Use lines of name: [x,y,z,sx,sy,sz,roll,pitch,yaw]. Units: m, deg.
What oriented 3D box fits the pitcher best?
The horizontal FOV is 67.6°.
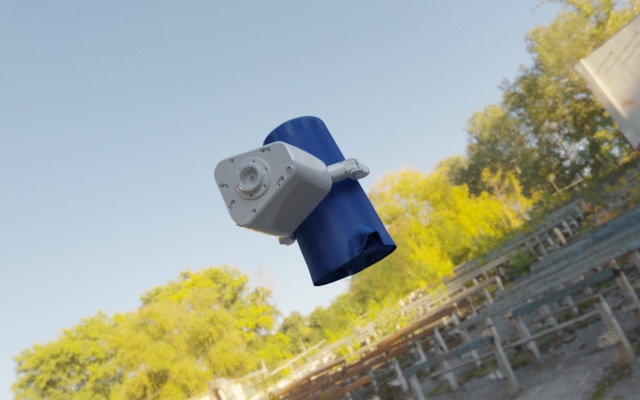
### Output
pitcher: [0.000,0.002,0.730,0.149,0.242,0.145,-31,-19,18]
